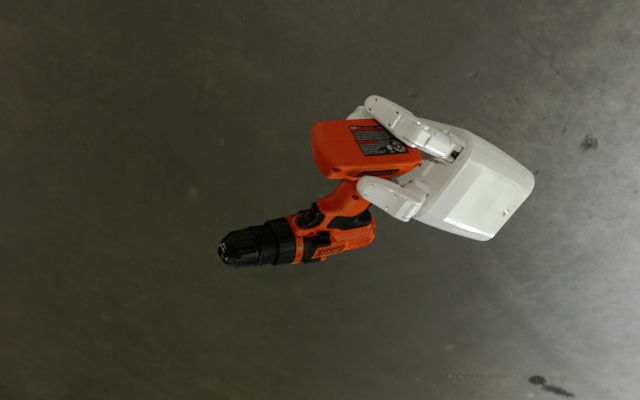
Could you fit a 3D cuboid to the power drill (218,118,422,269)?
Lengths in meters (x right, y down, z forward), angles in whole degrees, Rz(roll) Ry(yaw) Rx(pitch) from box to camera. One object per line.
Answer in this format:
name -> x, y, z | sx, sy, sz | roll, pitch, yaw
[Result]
power drill -> 0.000, 0.001, 0.476 | 0.184, 0.057, 0.188 | -10, -29, -30
